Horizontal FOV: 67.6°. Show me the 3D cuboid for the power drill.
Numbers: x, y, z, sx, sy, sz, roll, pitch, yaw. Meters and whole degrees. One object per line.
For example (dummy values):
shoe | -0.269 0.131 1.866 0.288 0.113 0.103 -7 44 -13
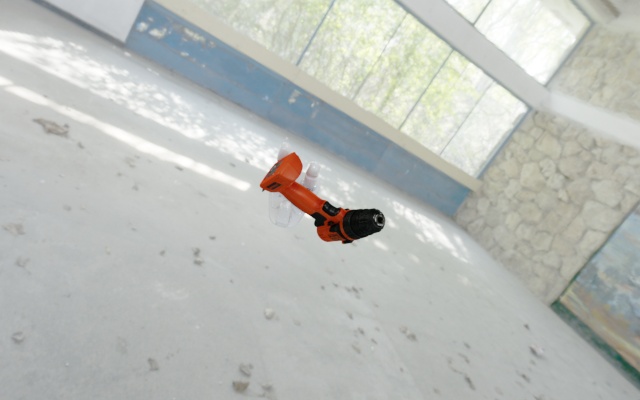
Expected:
power drill | 0.000 0.002 0.799 0.188 0.057 0.184 41 -26 -16
